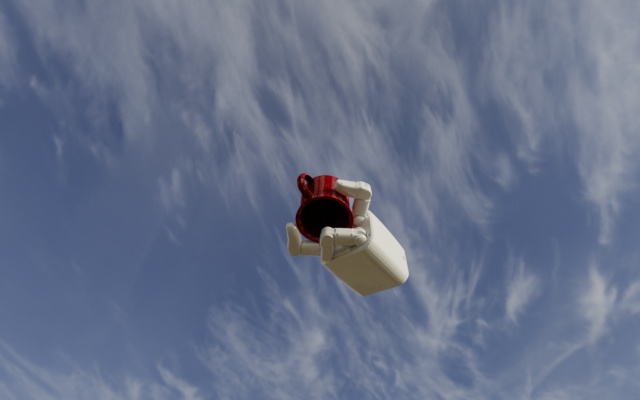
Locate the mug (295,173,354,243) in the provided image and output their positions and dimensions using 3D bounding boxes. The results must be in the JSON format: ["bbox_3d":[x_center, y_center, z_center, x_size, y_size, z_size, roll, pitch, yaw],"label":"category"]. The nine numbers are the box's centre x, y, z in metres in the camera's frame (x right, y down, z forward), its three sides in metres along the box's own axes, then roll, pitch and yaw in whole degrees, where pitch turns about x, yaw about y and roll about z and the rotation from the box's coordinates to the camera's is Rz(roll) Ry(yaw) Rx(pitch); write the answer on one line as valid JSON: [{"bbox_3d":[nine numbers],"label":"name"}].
[{"bbox_3d":[-0.001,0.002,0.785,0.093,0.117,0.081,-33,26,20],"label":"mug"}]
